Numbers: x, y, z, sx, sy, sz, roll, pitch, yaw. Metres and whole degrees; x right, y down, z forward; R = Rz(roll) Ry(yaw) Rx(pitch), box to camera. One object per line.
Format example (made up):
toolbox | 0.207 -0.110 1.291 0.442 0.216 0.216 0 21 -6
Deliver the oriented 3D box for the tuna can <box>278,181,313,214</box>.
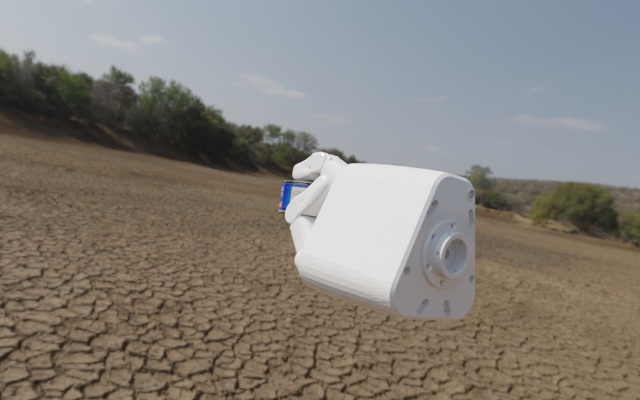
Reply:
tuna can | 0.000 0.001 0.500 0.086 0.034 0.086 7 -2 0
